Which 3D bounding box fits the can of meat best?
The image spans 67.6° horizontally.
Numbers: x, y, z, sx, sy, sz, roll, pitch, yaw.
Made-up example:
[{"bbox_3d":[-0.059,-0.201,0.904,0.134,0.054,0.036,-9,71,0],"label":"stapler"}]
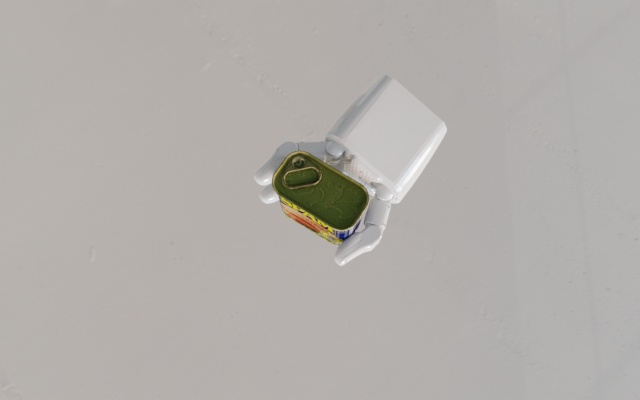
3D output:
[{"bbox_3d":[0.000,0.002,0.534,0.102,0.057,0.084,31,-16,10],"label":"can of meat"}]
